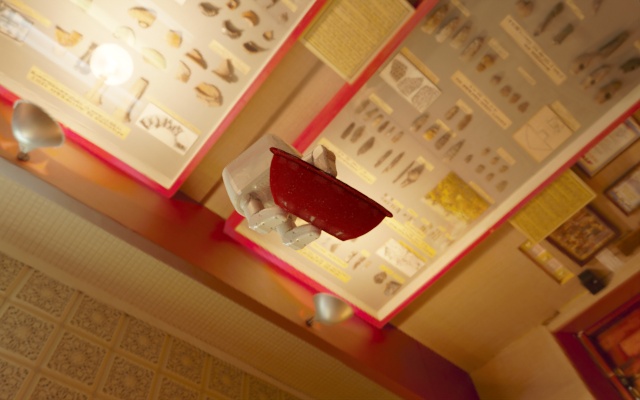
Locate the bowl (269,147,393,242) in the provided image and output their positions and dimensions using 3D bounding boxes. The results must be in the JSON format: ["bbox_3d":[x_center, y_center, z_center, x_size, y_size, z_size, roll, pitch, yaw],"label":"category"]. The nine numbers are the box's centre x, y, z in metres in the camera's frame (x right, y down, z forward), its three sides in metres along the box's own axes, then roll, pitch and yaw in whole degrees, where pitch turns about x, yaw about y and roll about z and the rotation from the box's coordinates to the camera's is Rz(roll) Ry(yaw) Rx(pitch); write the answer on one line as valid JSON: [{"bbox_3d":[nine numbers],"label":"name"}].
[{"bbox_3d":[0.000,0.002,0.547,0.162,0.055,0.162,29,-2,1],"label":"bowl"}]
